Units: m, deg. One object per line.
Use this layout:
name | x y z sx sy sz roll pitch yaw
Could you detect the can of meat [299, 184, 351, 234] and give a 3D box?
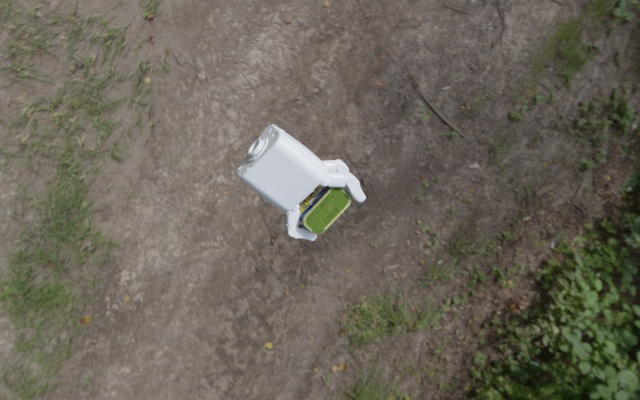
can of meat | 0.000 0.003 0.871 0.057 0.102 0.084 40 6 -28
